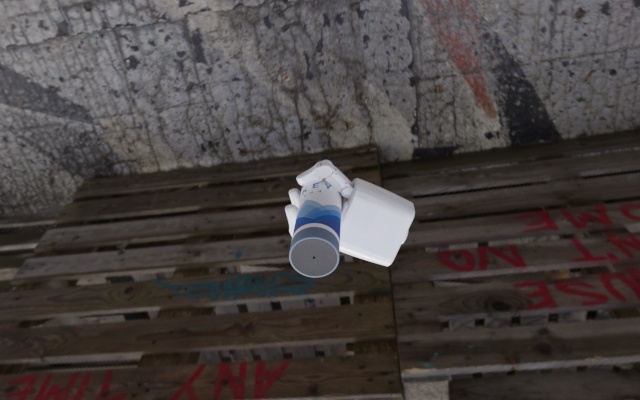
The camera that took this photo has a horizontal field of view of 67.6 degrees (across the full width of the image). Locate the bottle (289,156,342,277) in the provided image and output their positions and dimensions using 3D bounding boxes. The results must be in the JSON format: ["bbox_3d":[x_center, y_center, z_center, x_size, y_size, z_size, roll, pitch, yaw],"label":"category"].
[{"bbox_3d":[0.000,0.003,0.755,0.069,0.069,0.295,0,30,4],"label":"bottle"}]
